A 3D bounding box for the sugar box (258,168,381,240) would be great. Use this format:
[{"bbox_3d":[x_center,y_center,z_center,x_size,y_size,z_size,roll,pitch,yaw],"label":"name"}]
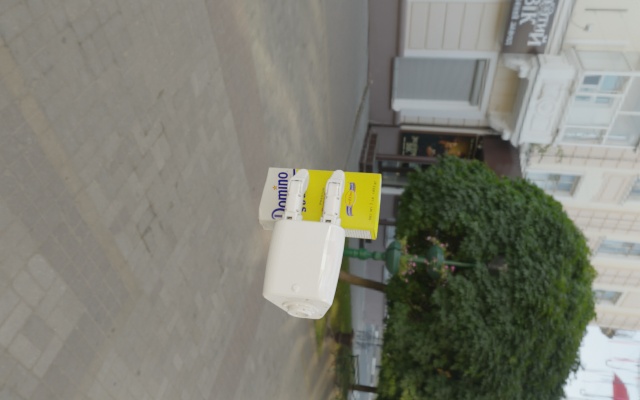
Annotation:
[{"bbox_3d":[0.000,0.002,0.719,0.176,0.093,0.048,4,-25,10],"label":"sugar box"}]
